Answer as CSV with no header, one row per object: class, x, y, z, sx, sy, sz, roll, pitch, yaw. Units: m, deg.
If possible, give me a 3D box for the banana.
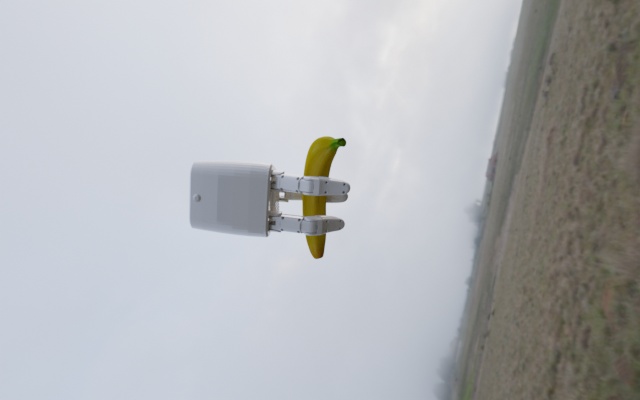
banana,-0.004,-0.011,0.661,0.037,0.198,0.069,-2,35,-15
